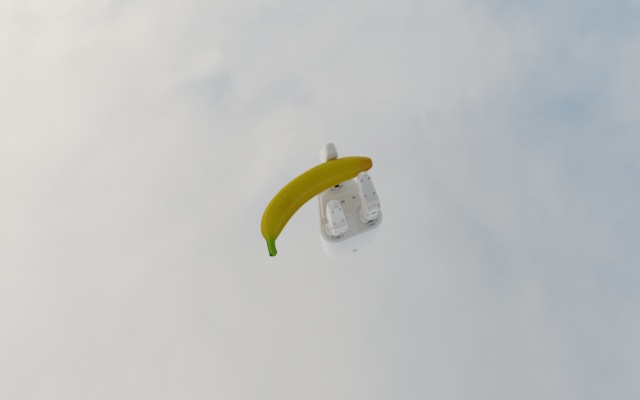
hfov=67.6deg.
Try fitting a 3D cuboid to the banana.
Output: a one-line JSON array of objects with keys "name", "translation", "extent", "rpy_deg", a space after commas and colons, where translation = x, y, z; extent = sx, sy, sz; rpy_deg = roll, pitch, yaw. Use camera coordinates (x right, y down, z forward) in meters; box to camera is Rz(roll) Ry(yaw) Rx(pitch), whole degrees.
[{"name": "banana", "translation": [-0.016, -0.007, 0.657], "extent": [0.069, 0.197, 0.037], "rpy_deg": [41, -18, 20]}]
